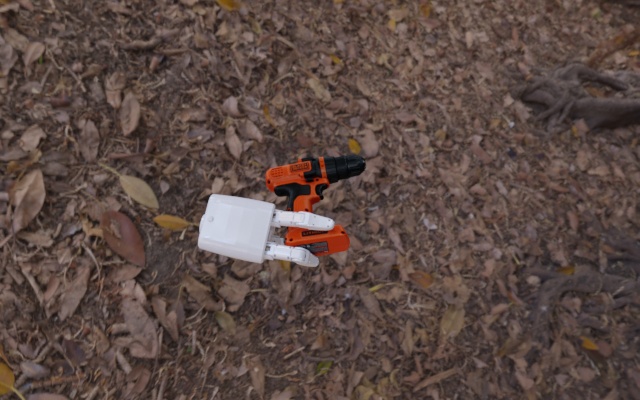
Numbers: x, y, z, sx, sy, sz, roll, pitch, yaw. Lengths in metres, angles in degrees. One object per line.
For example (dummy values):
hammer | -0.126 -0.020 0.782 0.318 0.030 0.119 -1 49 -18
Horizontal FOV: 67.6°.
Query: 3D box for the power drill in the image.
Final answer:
power drill | 0.000 0.003 0.829 0.184 0.187 0.057 -11 -39 3
